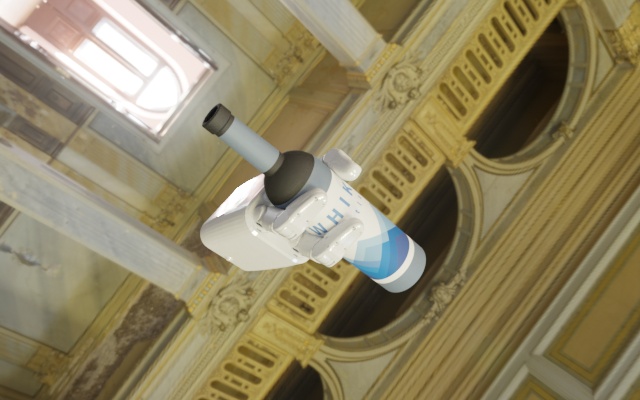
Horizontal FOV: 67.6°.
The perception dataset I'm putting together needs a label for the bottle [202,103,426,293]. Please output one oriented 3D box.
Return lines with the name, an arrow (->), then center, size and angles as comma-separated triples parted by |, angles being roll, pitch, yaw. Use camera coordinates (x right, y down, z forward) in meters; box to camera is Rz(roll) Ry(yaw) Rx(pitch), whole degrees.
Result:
bottle -> 0.000, 0.002, 0.508 | 0.296, 0.069, 0.069 | 39, -21, -29
